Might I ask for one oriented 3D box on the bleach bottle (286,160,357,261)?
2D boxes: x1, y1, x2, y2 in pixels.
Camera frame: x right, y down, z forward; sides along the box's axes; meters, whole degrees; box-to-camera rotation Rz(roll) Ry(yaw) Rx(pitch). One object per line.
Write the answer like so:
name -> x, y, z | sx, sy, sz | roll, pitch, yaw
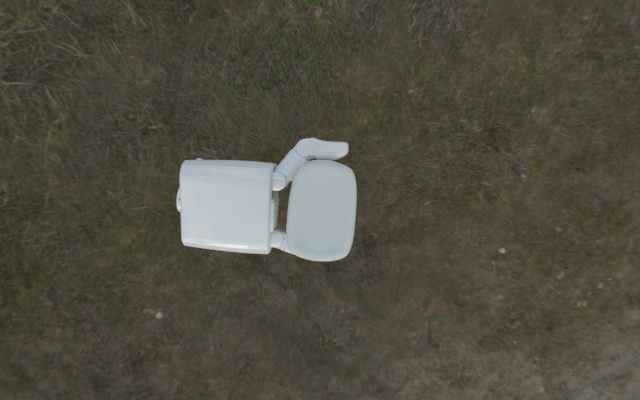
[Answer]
bleach bottle -> 0.000, 0.002, 0.588 | 0.068, 0.102, 0.251 | 6, 3, -1
